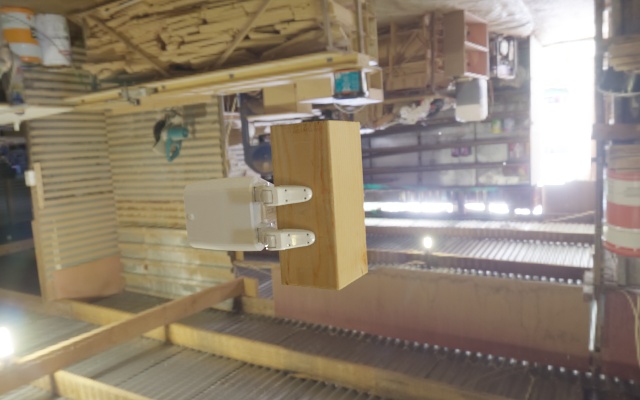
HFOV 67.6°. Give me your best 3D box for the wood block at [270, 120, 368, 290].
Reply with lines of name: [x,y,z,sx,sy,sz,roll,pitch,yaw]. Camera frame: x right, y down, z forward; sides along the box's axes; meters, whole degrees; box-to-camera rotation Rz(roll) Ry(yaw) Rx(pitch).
wood block: [0.000,0.002,0.630,0.090,0.206,0.091,0,7,29]
